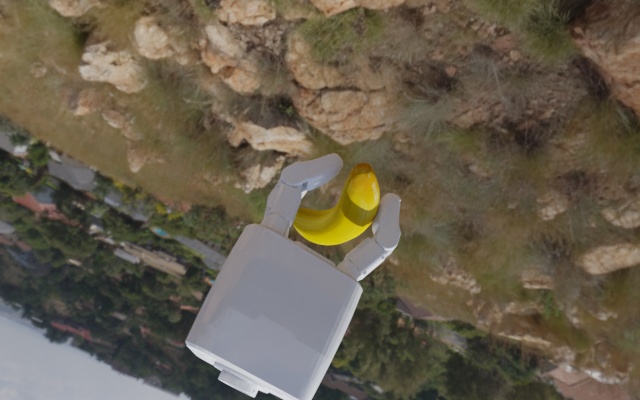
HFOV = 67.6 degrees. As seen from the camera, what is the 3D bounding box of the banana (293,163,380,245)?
[{"bbox_3d":[0.013,0.013,0.481,0.069,0.037,0.198,39,-25,-15],"label":"banana"}]
